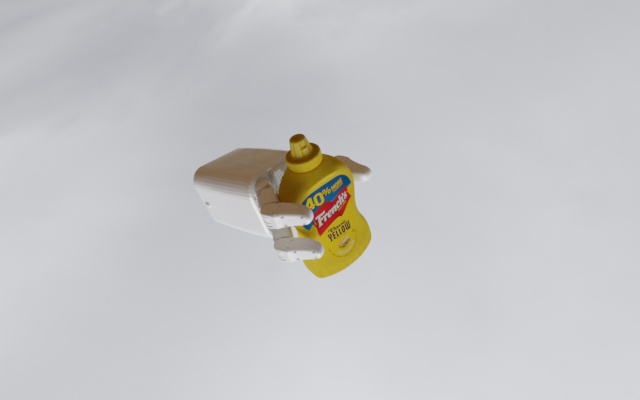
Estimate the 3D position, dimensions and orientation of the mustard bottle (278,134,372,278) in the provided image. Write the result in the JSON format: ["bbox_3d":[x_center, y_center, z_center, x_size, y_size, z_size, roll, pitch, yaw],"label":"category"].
[{"bbox_3d":[0.000,0.002,0.577,0.096,0.192,0.058,-34,40,-17],"label":"mustard bottle"}]
